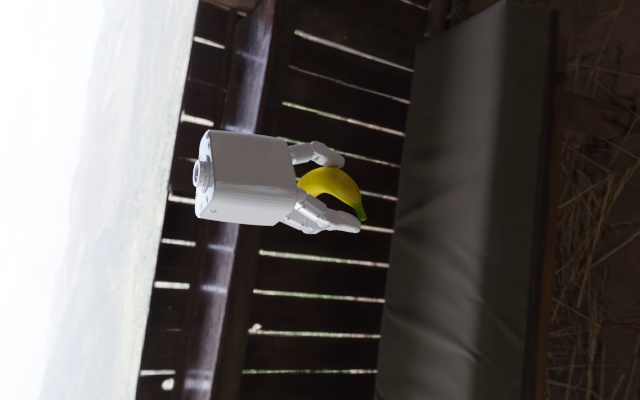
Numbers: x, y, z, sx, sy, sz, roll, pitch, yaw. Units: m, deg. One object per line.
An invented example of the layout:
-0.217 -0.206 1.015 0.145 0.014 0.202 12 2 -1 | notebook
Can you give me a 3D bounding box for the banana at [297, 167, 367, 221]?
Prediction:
0.003 -0.016 0.709 0.037 0.069 0.198 3 4 -29 | banana
